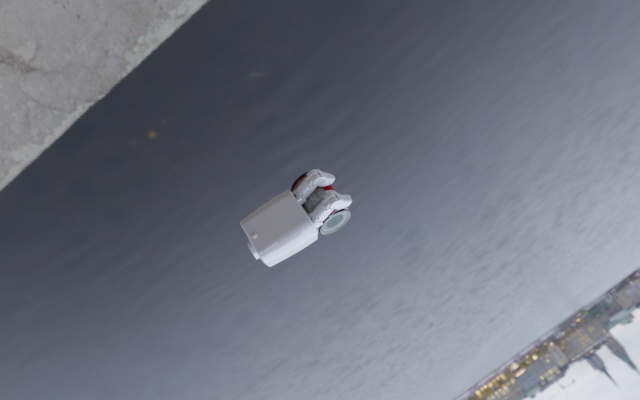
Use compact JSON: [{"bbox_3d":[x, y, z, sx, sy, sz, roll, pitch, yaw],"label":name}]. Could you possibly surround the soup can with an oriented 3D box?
[{"bbox_3d":[0.001,0.003,0.868,0.068,0.102,0.068,-27,-28,-16],"label":"soup can"}]
